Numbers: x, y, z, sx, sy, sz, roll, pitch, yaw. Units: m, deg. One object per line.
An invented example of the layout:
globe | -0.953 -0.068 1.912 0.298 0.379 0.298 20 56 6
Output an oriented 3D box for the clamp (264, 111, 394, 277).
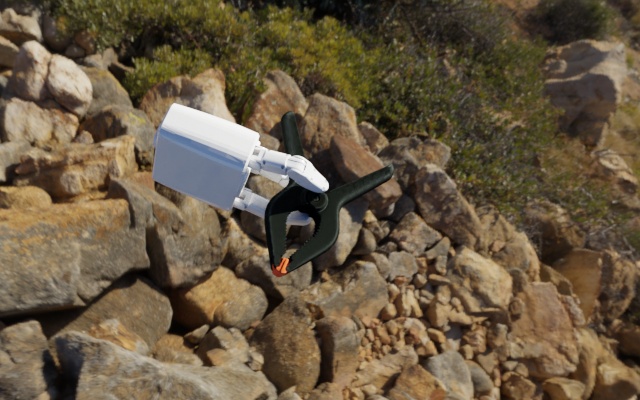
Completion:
clamp | 0.000 0.002 0.596 0.164 0.210 0.036 21 -24 -7
